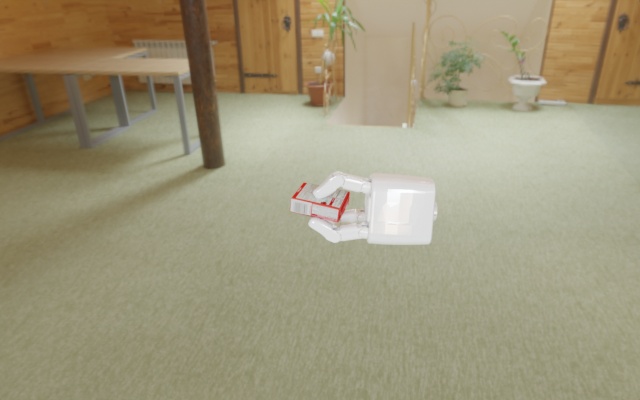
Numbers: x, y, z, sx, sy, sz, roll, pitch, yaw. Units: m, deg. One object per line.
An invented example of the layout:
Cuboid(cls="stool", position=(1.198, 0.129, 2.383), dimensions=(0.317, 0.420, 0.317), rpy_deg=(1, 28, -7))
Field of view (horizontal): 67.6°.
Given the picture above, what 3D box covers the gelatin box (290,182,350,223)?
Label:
Cuboid(cls="gelatin box", position=(0.000, 0.002, 0.823), dimensions=(0.089, 0.030, 0.073), rpy_deg=(13, 27, 10))
